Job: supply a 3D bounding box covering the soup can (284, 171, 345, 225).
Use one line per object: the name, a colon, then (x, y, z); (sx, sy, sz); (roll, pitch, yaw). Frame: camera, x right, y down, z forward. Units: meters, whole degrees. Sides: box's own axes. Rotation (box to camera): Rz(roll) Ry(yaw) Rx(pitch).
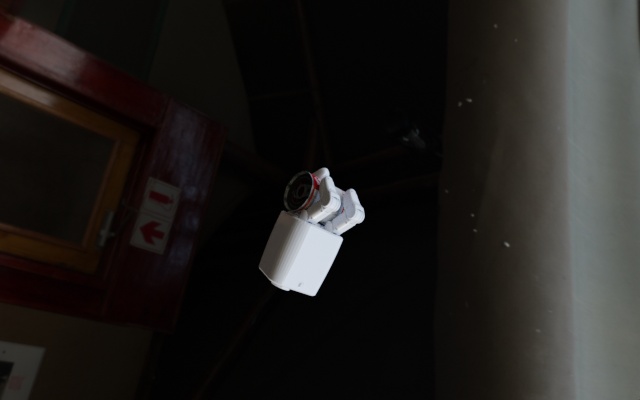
soup can: (0.000, 0.002, 0.783); (0.102, 0.068, 0.068); (26, -17, -37)
